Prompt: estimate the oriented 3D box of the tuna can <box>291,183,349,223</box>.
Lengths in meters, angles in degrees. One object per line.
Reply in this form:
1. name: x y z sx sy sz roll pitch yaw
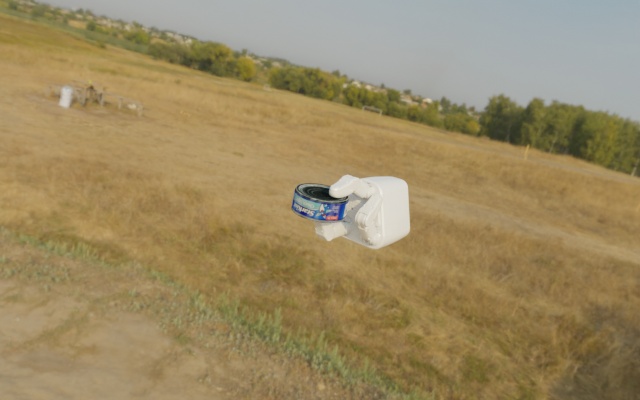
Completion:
1. tuna can: 0.000 0.002 0.728 0.086 0.034 0.086 10 19 -3
